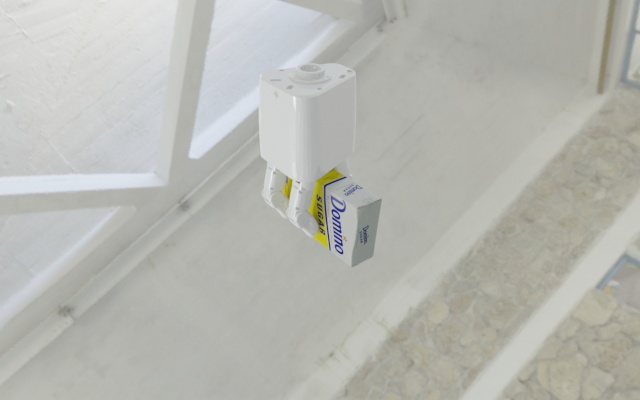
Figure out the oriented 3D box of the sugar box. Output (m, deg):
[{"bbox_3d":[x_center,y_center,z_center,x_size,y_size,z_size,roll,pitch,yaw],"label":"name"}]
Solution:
[{"bbox_3d":[0.000,0.002,0.634,0.048,0.093,0.176,-21,40,-32],"label":"sugar box"}]
